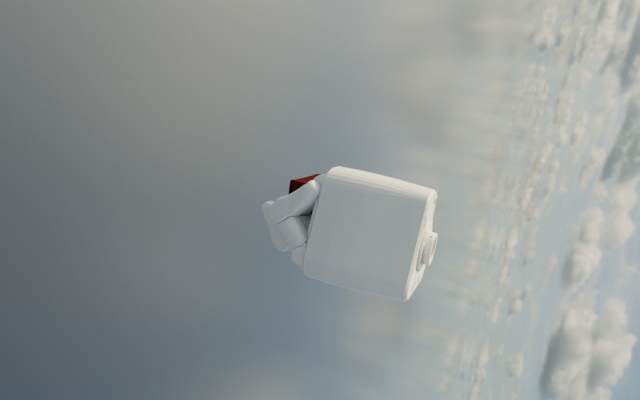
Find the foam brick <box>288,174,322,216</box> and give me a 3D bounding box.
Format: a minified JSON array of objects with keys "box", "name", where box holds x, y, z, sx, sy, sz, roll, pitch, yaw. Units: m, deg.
[{"box":[0.000,0.002,0.561,0.051,0.053,0.078,13,14,20],"name":"foam brick"}]
